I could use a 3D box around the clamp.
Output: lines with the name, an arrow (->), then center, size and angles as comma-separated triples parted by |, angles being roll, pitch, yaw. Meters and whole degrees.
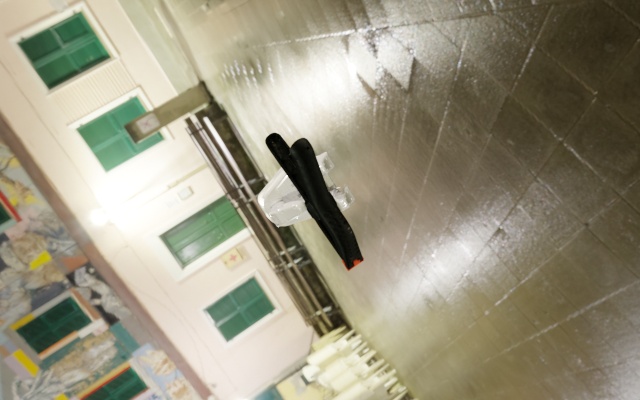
clamp -> 0.000, 0.003, 0.609 | 0.036, 0.210, 0.164 | -33, 11, -8
